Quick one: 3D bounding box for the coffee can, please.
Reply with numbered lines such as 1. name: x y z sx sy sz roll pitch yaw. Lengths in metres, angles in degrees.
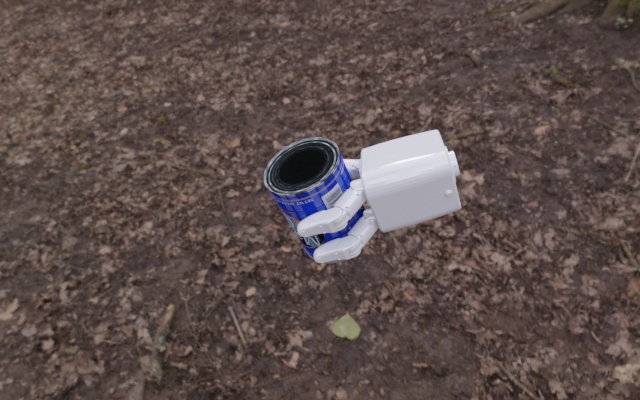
1. coffee can: 0.000 0.002 0.636 0.103 0.102 0.140 0 -42 28
